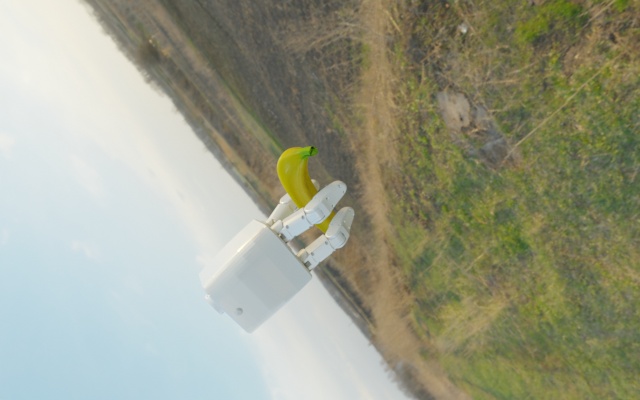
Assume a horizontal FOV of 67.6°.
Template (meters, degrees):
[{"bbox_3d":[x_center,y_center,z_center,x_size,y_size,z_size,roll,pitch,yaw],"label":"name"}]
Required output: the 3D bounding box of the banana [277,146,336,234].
[{"bbox_3d":[-0.014,-0.008,0.623,0.069,0.037,0.198,31,-20,32],"label":"banana"}]
